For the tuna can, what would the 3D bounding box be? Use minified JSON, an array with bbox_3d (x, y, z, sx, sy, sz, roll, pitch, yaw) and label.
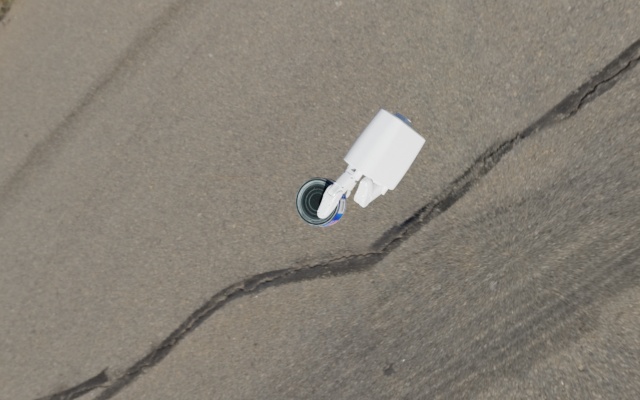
[{"bbox_3d":[0.000,0.003,0.829,0.086,0.086,0.034,0,-2,25],"label":"tuna can"}]
